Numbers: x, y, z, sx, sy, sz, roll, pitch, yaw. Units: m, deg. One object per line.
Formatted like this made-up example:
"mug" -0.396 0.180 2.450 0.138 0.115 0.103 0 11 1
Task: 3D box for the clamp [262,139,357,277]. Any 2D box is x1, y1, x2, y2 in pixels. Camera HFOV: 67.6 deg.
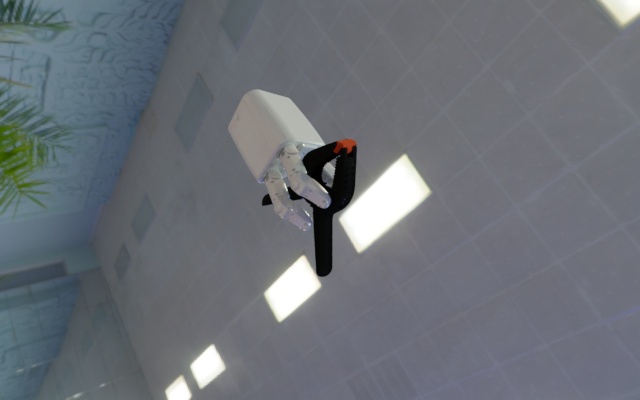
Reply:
"clamp" 0.001 0.002 0.683 0.036 0.164 0.210 -20 -24 -43
